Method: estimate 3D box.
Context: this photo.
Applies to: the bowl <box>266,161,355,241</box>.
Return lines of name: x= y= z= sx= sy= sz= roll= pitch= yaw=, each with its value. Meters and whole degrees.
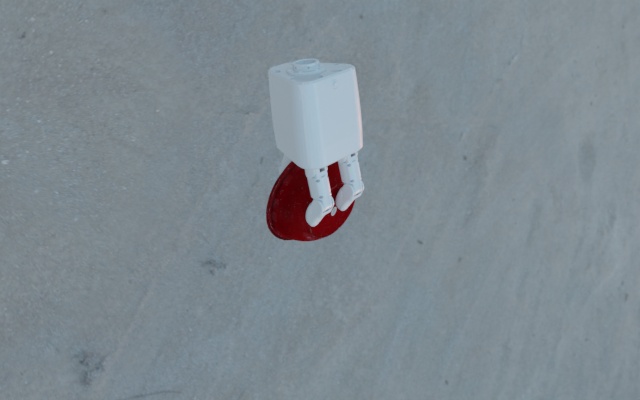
bowl: x=0.001 y=0.003 z=0.696 sx=0.055 sy=0.162 sz=0.162 roll=36 pitch=21 yaw=33
